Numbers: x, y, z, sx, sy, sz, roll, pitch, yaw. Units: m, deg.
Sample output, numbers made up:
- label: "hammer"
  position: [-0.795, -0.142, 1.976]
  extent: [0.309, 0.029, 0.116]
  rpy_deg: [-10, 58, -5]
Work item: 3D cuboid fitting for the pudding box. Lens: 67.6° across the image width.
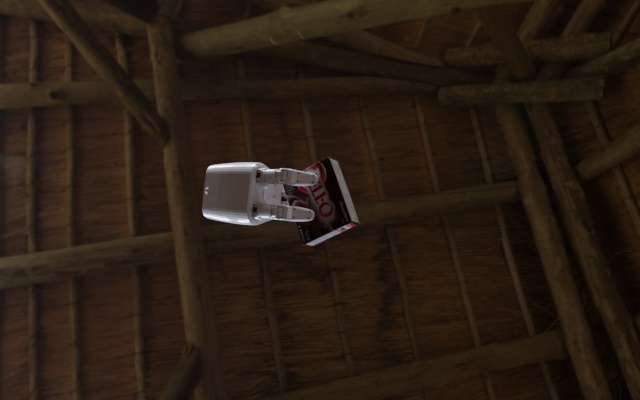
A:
- label: "pudding box"
  position: [0.000, 0.002, 0.735]
  extent: [0.090, 0.113, 0.039]
  rpy_deg: [-28, -18, 24]
